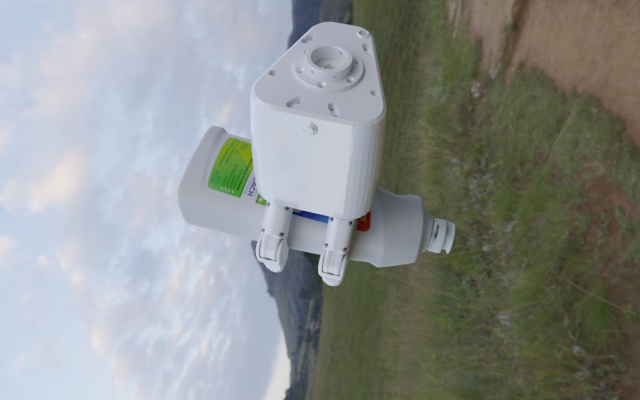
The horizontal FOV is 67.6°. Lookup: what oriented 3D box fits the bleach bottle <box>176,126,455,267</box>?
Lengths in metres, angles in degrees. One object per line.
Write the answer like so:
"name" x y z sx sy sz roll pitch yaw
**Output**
"bleach bottle" 0.000 0.002 0.456 0.251 0.102 0.068 12 -36 7
